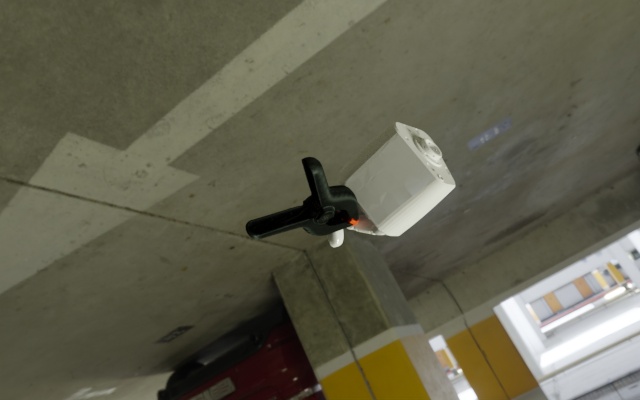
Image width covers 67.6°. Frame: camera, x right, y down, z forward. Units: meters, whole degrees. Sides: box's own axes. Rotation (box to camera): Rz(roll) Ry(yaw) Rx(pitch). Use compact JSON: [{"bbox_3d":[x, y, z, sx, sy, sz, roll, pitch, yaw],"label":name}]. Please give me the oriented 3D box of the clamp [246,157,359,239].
[{"bbox_3d":[0.000,0.002,0.588,0.171,0.039,0.120,2,-41,-50],"label":"clamp"}]
